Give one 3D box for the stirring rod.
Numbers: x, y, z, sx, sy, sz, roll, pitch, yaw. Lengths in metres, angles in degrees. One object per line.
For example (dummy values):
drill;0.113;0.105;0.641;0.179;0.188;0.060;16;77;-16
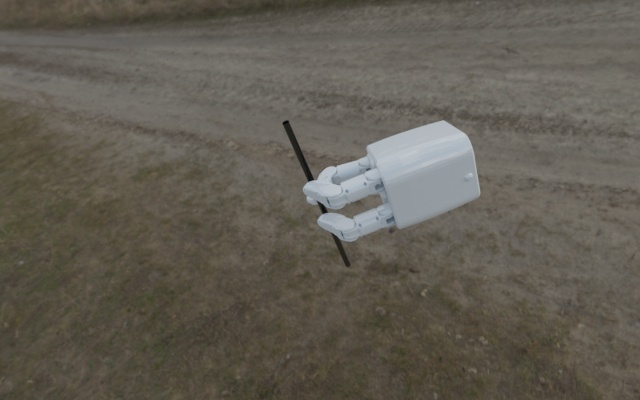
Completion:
stirring rod;0.000;0.002;0.601;0.011;0.240;0.011;-15;37;12
